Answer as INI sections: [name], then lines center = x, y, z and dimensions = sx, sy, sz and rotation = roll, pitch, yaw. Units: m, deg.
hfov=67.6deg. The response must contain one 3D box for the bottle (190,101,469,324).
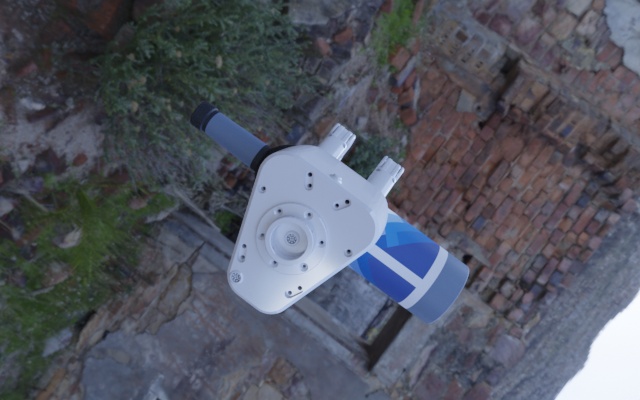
[bottle]
center = 0.000, 0.002, 0.456
dimensions = 0.295, 0.069, 0.069
rotation = 36, 2, 3
